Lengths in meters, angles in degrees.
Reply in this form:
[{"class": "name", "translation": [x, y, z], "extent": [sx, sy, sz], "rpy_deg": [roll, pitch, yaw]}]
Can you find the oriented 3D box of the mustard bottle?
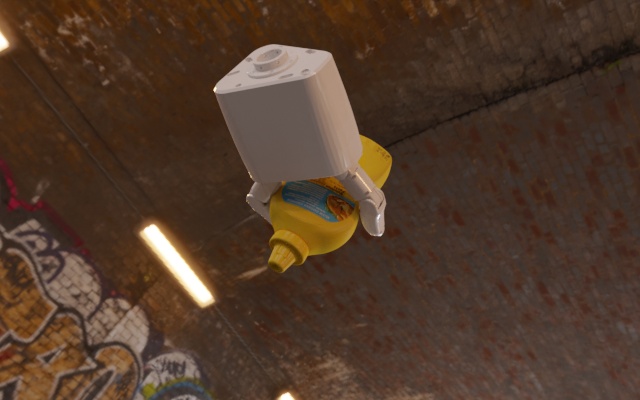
[{"class": "mustard bottle", "translation": [0.000, 0.002, 0.524], "extent": [0.096, 0.191, 0.058], "rpy_deg": [25, -37, 13]}]
